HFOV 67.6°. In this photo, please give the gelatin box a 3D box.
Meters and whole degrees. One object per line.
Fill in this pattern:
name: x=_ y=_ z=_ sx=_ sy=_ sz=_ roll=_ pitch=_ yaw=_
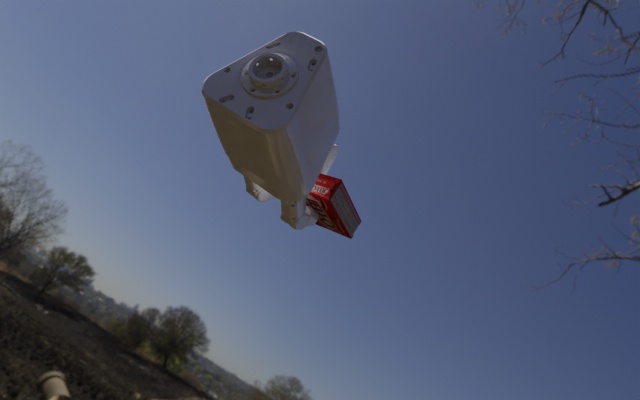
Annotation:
gelatin box: x=0.000 y=0.002 z=0.551 sx=0.073 sy=0.030 sz=0.089 roll=20 pitch=-23 yaw=32
